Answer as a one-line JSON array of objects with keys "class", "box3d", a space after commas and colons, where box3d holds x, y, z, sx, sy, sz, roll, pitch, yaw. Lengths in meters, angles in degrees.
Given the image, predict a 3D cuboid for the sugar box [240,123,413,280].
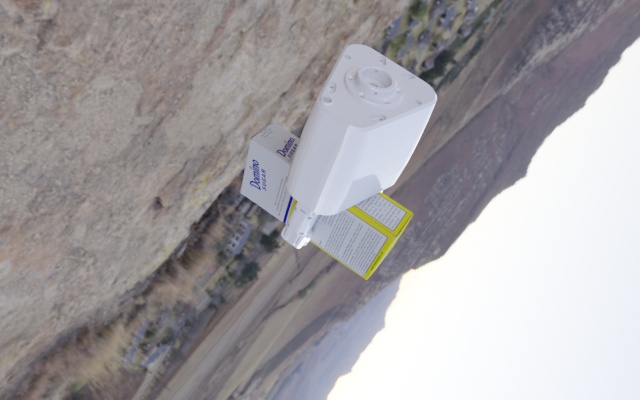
[{"class": "sugar box", "box3d": [0.001, 0.001, 0.506, 0.176, 0.093, 0.048, 37, 51, 11]}]
